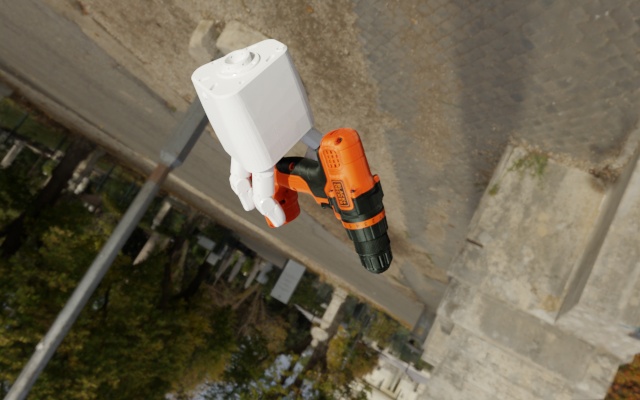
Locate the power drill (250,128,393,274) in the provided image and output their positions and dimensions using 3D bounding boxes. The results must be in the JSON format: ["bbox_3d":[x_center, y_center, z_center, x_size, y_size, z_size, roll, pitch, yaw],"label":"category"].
[{"bbox_3d":[0.000,0.002,0.607,0.187,0.184,0.057,2,27,45],"label":"power drill"}]
